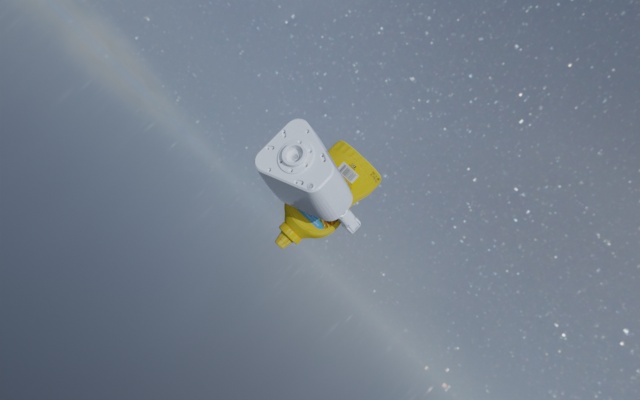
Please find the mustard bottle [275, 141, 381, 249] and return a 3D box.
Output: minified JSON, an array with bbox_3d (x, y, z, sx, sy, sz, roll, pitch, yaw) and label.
[{"bbox_3d":[0.000,0.002,0.761,0.096,0.191,0.058,44,-5,2],"label":"mustard bottle"}]
